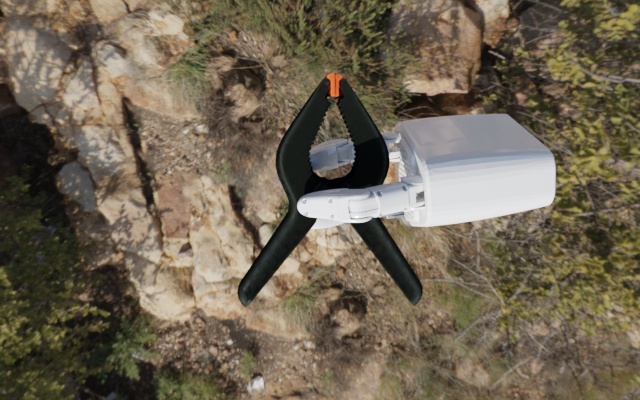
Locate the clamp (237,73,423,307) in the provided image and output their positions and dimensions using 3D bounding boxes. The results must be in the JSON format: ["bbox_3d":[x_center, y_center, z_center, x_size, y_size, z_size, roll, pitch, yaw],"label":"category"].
[{"bbox_3d":[0.000,0.001,0.406,0.164,0.210,0.036,-7,15,-2],"label":"clamp"}]
